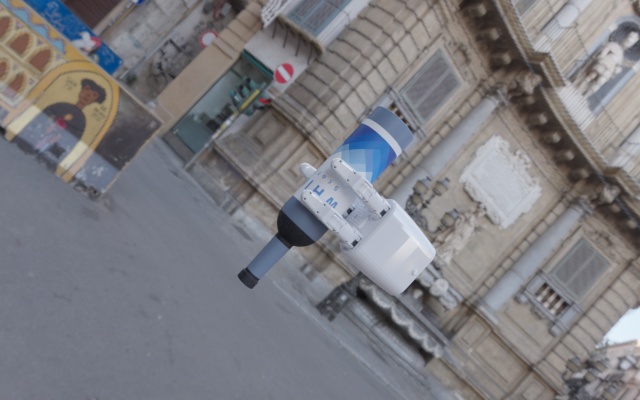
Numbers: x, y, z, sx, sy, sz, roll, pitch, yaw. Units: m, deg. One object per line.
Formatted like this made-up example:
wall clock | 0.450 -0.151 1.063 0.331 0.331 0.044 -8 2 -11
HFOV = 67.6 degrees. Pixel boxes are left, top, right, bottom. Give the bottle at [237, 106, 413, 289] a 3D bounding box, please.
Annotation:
bottle | 0.000 0.002 0.641 0.069 0.295 0.069 43 -2 2
